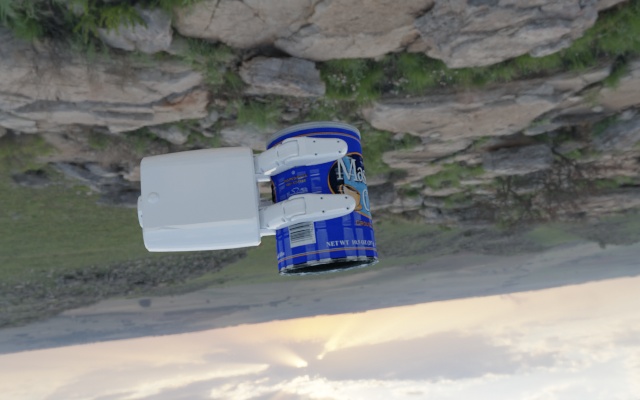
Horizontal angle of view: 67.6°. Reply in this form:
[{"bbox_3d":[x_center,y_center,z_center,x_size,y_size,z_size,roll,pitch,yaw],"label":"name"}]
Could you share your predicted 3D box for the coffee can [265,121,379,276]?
[{"bbox_3d":[0.000,0.001,0.500,0.103,0.140,0.103,-7,-14,-2],"label":"coffee can"}]
